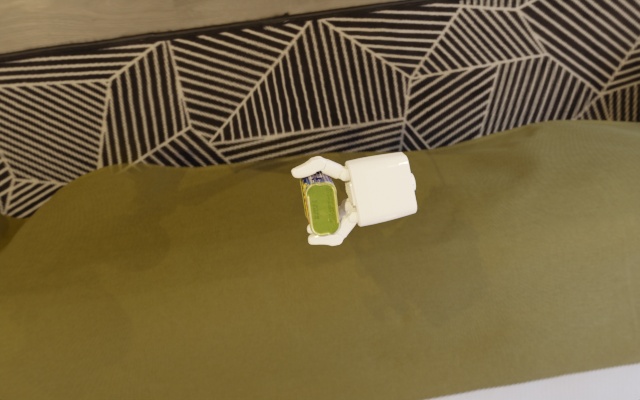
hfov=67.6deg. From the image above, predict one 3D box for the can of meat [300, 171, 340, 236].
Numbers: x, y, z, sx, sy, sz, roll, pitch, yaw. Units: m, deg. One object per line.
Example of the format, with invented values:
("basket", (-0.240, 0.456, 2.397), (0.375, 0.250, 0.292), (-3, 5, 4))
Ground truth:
("can of meat", (0.000, 0.003, 0.840), (0.057, 0.102, 0.084), (-9, 20, -4))
